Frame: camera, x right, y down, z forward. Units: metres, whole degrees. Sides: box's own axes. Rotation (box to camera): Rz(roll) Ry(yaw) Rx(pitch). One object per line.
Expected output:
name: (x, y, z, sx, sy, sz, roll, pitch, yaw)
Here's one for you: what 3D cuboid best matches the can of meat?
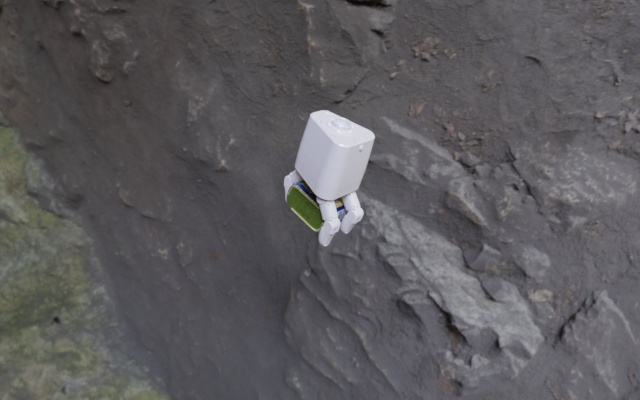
can of meat: (0.000, 0.003, 0.867, 0.102, 0.057, 0.084, 42, 41, 24)
